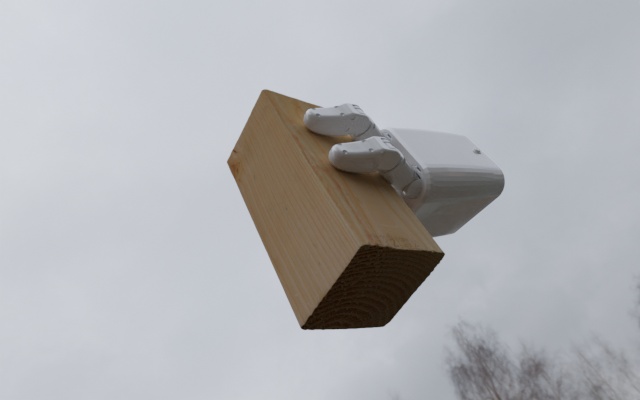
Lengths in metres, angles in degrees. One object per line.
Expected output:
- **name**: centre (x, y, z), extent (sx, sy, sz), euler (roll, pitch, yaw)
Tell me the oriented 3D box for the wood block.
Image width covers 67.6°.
- **wood block**: centre (0.000, 0.002, 0.420), extent (0.090, 0.091, 0.206), euler (9, 35, -36)
